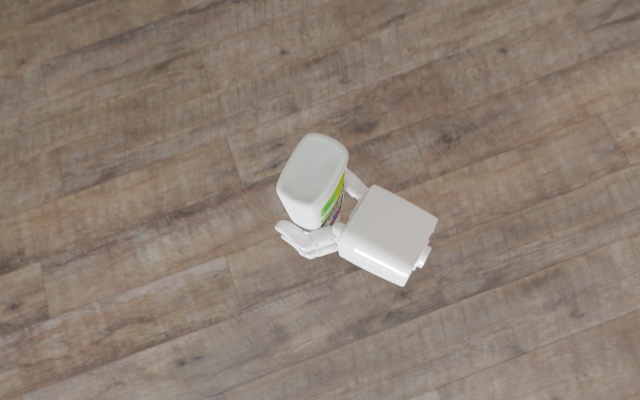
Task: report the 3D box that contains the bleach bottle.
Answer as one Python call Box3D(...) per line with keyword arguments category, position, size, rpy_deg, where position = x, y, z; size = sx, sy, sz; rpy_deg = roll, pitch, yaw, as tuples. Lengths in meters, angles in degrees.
Box3D(category="bleach bottle", position=(0.000, 0.002, 0.697), size=(0.068, 0.102, 0.251), rpy_deg=(27, -14, 13))
